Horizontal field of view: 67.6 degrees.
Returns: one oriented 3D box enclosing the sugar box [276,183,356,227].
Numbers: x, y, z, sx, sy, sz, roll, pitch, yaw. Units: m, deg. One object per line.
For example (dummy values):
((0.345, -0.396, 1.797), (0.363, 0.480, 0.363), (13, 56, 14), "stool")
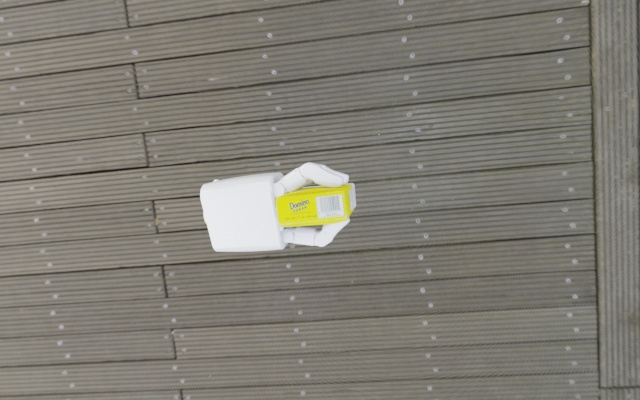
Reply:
((0.000, 0.002, 0.693), (0.093, 0.048, 0.176), (-5, 7, 7), "sugar box")
